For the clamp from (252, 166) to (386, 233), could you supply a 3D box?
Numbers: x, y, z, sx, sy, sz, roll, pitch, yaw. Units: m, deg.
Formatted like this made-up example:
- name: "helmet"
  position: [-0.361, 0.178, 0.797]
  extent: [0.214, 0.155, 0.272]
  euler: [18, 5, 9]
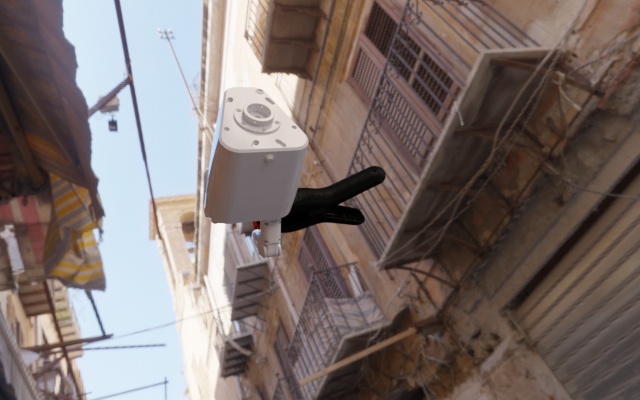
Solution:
- name: "clamp"
  position: [0.000, 0.002, 0.602]
  extent: [0.171, 0.039, 0.120]
  euler: [-8, -37, -26]
